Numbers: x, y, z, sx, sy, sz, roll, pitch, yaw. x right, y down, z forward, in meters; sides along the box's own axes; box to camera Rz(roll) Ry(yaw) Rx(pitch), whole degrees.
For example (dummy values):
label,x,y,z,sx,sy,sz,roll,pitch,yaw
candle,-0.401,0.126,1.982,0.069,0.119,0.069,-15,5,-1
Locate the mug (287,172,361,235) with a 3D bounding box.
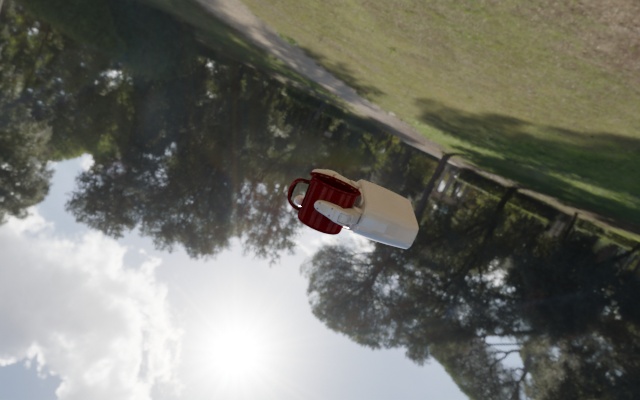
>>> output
label,x,y,z,sx,sy,sz,roll,pitch,yaw
mug,-0.001,0.002,0.813,0.117,0.081,0.093,20,13,-13
